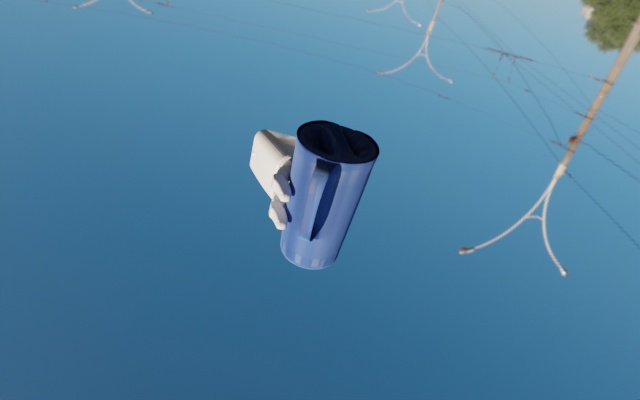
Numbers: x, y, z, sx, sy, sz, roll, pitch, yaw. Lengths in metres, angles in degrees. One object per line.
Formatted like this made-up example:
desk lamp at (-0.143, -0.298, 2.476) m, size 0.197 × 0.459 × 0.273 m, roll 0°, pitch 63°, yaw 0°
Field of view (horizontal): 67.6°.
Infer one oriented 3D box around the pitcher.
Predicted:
pitcher at (0.000, 0.002, 0.800) m, size 0.149 × 0.243 × 0.145 m, roll -10°, pitch 41°, yaw -32°
